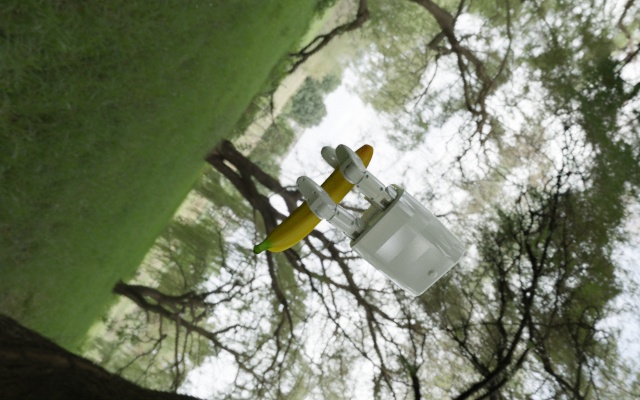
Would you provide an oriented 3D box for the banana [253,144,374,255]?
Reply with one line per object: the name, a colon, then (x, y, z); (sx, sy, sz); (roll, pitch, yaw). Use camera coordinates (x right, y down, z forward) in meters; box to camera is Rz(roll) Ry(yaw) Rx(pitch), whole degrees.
banana: (-0.002, 0.005, 0.621); (0.198, 0.037, 0.069); (-44, -2, -1)
